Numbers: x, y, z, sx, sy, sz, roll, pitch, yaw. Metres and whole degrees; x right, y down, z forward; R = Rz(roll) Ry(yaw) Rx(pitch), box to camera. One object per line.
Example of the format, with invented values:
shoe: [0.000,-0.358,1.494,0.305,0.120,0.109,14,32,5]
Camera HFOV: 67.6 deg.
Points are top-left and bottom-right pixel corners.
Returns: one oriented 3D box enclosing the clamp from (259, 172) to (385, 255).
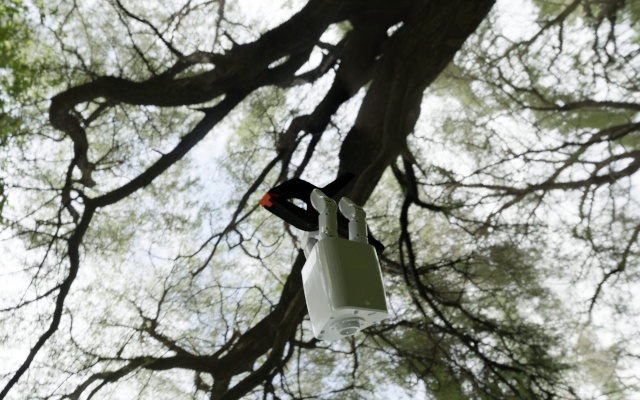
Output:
clamp: [-0.001,0.003,0.761,0.210,0.164,0.036,14,-45,-31]
